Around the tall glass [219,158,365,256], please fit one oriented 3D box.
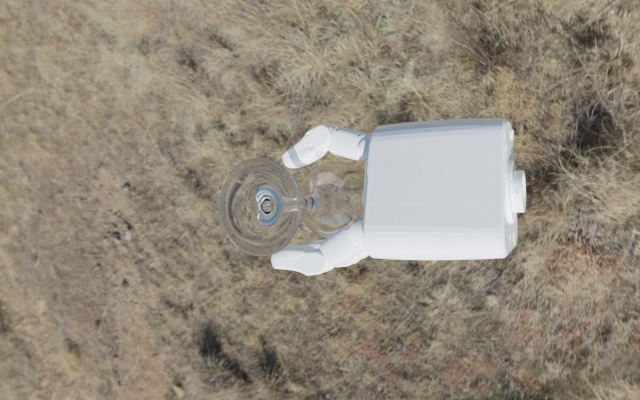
[{"bbox_3d":[0.000,0.001,0.445,0.079,0.079,0.201,0,2,28],"label":"tall glass"}]
